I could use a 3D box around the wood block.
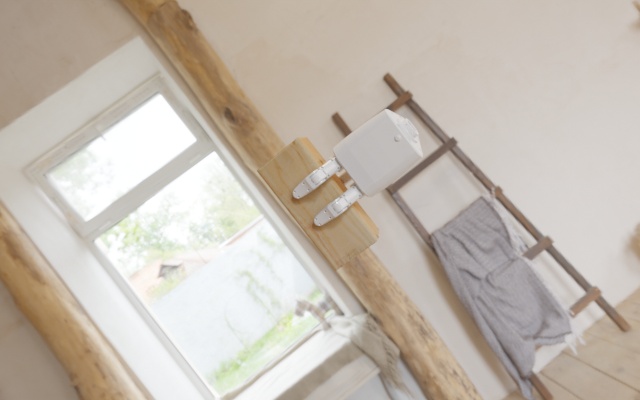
[{"bbox_3d":[0.000,0.002,0.802,0.090,0.206,0.091,-38,1,11],"label":"wood block"}]
